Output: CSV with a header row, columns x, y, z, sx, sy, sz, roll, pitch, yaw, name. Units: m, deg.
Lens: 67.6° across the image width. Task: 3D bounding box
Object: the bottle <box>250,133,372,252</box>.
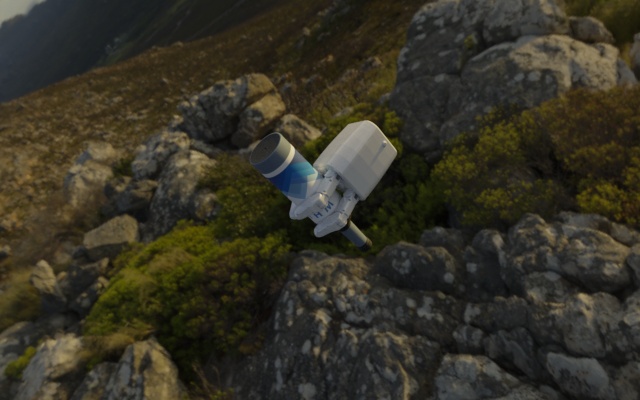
x,y,z,sx,sy,sz,roll,pitch,yaw,name
0.000,0.003,0.836,0.069,0.069,0.296,0,-35,47,bottle
